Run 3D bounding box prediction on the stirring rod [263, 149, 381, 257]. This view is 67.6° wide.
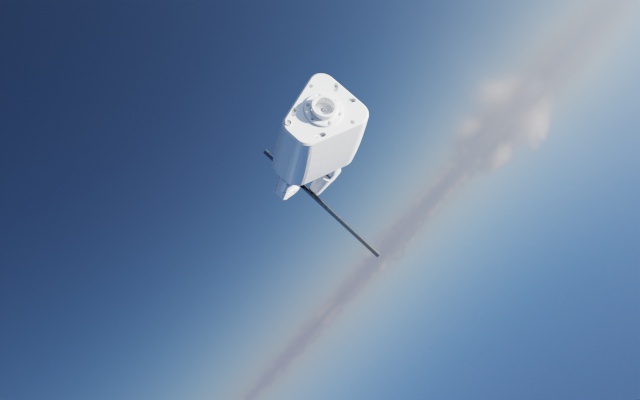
[{"bbox_3d":[0.000,0.002,0.733,0.239,0.011,0.011,43,9,9],"label":"stirring rod"}]
